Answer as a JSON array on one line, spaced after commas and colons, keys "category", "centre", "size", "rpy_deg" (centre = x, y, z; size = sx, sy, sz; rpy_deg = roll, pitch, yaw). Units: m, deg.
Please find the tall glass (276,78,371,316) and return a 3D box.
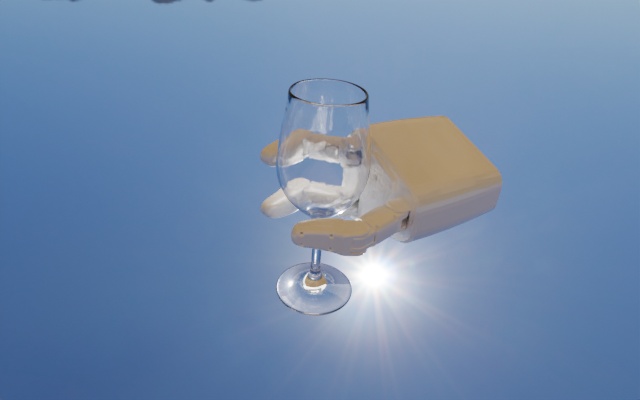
[{"category": "tall glass", "centre": [0.000, 0.002, 0.415], "size": [0.079, 0.201, 0.079], "rpy_deg": [3, 32, -2]}]
